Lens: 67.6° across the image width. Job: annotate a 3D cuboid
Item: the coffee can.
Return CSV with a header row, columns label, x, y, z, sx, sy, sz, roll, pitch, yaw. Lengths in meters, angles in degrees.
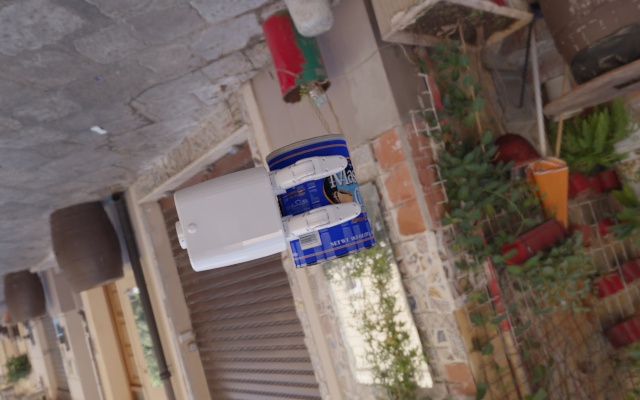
label,x,y,z,sx,sy,sz,roll,pitch,yaw
coffee can,0.000,0.002,0.586,0.103,0.140,0.103,-16,-4,-1
